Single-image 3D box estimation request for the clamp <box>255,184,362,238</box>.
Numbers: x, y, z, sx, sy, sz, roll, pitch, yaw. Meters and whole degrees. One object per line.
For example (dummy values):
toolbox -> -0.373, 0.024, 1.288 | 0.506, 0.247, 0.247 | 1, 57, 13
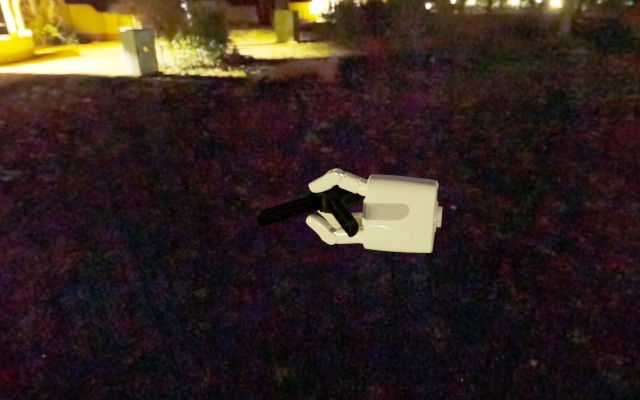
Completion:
clamp -> 0.000, 0.002, 0.782 | 0.164, 0.036, 0.210 | 3, 23, 16
